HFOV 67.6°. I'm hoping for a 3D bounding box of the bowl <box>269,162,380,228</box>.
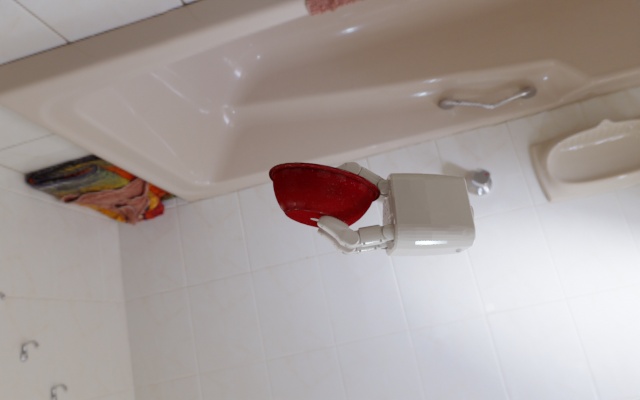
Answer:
[{"bbox_3d":[-0.001,0.002,0.673,0.162,0.055,0.162,11,-16,3],"label":"bowl"}]
